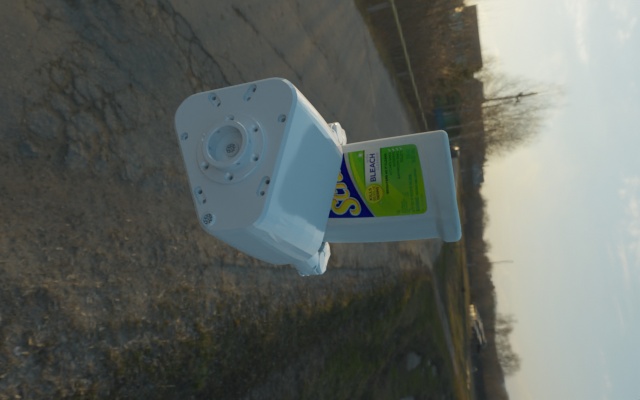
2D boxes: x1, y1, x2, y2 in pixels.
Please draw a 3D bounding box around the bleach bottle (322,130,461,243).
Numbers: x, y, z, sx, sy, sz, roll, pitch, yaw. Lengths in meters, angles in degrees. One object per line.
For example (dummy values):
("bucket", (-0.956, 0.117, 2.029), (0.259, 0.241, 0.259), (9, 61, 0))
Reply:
("bleach bottle", (0.000, 0.001, 0.460), (0.251, 0.102, 0.068), (-8, -18, 15))
